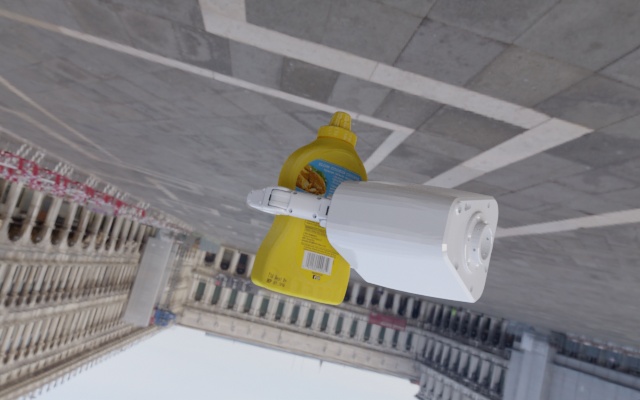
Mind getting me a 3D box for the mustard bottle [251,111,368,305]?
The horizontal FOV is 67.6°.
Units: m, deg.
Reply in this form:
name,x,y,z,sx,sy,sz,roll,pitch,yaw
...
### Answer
name,x,y,z,sx,sy,sz,roll,pitch,yaw
mustard bottle,0.000,0.002,0.482,0.096,0.191,0.058,19,-10,-28
